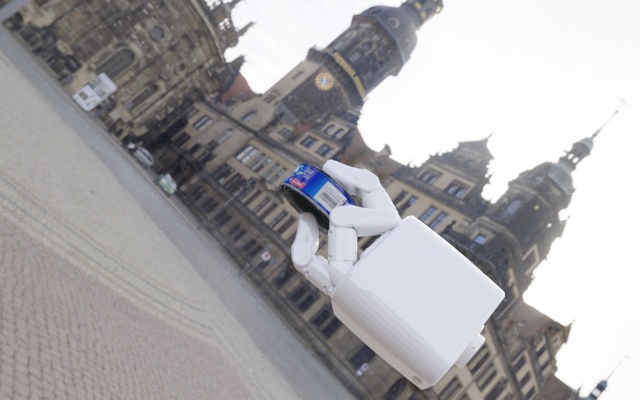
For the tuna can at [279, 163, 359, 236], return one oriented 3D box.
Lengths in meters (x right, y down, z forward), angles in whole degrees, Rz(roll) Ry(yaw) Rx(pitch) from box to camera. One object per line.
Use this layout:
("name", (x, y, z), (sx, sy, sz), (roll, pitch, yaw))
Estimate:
("tuna can", (0.000, 0.001, 0.492), (0.086, 0.033, 0.086), (39, -14, 11))
